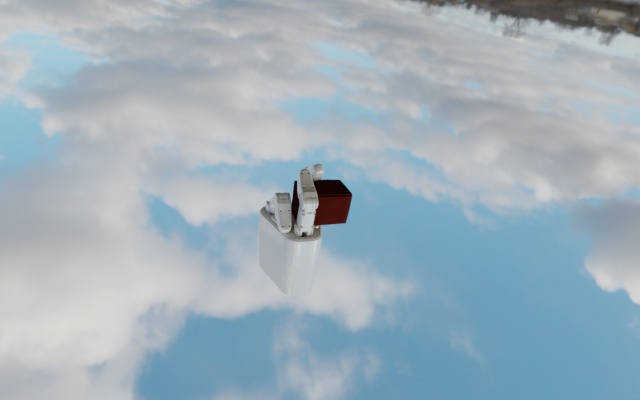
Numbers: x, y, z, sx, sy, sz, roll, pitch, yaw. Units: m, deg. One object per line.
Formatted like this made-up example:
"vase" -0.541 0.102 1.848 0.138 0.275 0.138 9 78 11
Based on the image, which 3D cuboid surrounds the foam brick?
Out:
"foam brick" 0.000 0.002 0.722 0.078 0.051 0.053 -2 29 -19
